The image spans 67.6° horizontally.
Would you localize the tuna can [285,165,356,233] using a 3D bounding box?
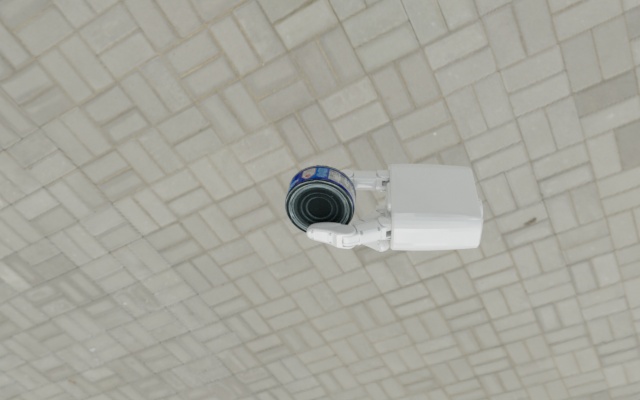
[{"bbox_3d":[0.000,0.002,0.584,0.086,0.086,0.033,0,34,8],"label":"tuna can"}]
